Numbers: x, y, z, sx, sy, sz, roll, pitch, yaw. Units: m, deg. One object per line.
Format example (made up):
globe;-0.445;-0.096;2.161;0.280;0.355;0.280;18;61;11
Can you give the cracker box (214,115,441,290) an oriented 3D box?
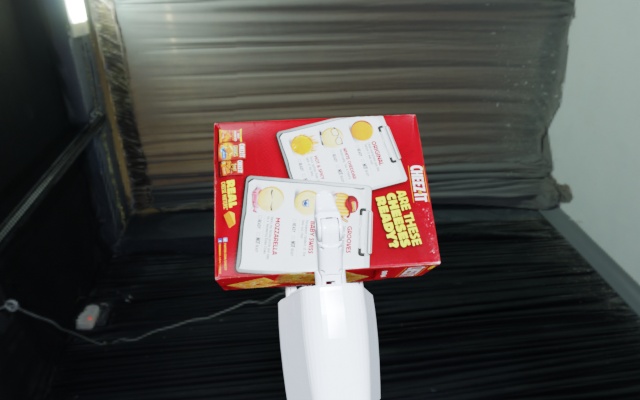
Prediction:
cracker box;0.000;0.002;0.498;0.214;0.164;0.072;-3;-19;-5
